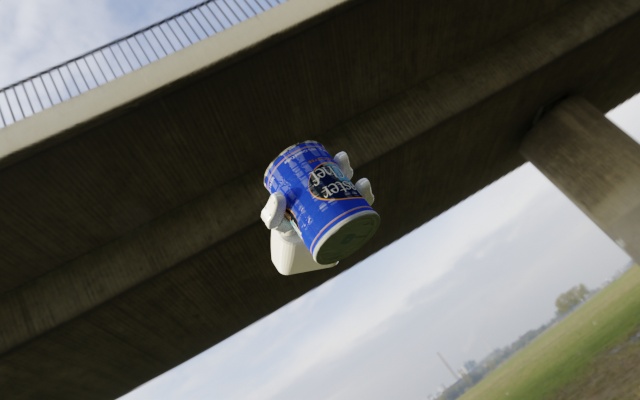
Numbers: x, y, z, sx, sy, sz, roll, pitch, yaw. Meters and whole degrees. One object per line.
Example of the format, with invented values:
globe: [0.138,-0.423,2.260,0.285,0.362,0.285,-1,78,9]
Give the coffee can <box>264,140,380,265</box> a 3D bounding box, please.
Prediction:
coffee can: [0.000,0.002,0.655,0.103,0.140,0.103,-28,-28,-16]
